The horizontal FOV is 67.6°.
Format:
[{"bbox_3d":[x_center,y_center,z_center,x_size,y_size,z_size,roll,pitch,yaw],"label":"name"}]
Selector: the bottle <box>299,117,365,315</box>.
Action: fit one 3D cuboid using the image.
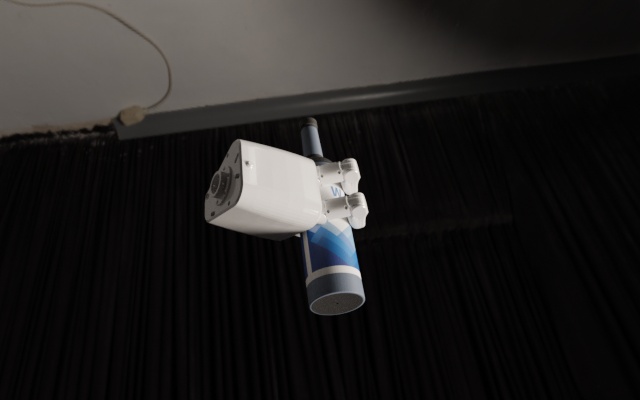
[{"bbox_3d":[0.000,0.002,0.642,0.069,0.295,0.069,-6,-35,-4],"label":"bottle"}]
